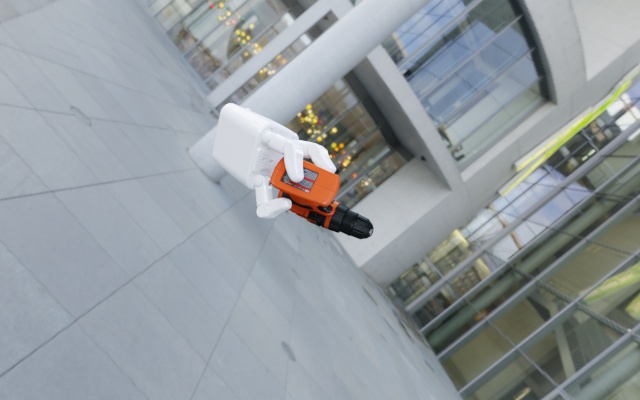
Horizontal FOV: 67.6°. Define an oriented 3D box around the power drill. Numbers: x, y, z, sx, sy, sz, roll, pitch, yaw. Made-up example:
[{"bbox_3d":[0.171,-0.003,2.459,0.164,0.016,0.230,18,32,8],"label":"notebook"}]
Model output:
[{"bbox_3d":[0.000,0.002,0.788,0.184,0.057,0.188,21,-15,13],"label":"power drill"}]
